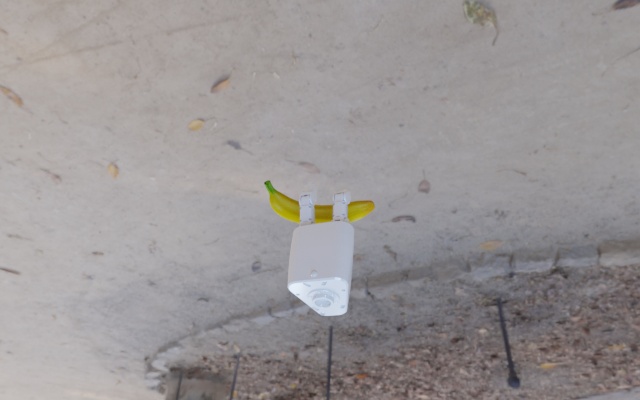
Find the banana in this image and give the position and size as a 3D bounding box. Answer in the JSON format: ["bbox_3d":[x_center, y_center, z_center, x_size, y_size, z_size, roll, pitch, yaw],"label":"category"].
[{"bbox_3d":[-0.006,0.015,0.845,0.198,0.070,0.037,10,43,-1],"label":"banana"}]
